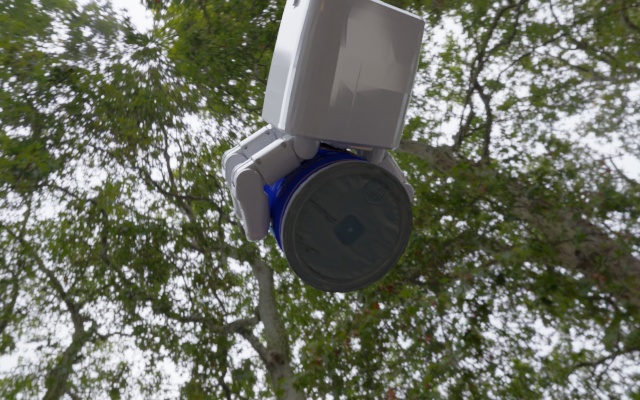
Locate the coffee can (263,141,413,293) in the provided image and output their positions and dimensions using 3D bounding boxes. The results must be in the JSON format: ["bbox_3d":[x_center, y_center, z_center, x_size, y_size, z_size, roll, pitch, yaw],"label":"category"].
[{"bbox_3d":[0.000,0.002,0.410,0.103,0.103,0.140,0,17,-20],"label":"coffee can"}]
